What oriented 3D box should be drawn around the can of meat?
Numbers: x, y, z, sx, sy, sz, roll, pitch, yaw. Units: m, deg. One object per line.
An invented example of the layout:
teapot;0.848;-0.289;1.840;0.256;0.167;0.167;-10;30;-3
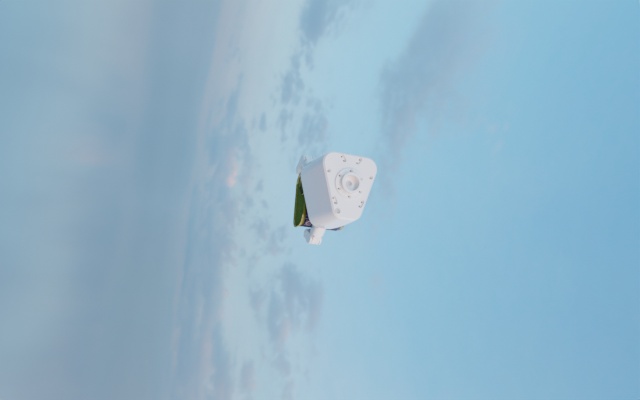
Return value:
can of meat;0.000;0.003;0.878;0.084;0.102;0.057;8;-14;-18
